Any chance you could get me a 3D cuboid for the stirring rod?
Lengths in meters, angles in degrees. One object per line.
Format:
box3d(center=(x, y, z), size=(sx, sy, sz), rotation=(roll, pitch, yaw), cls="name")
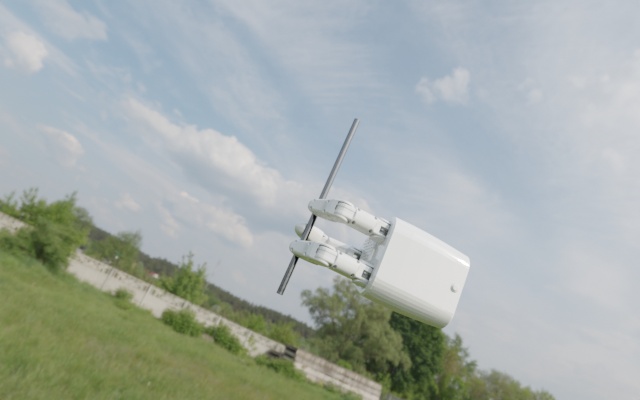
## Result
box3d(center=(0.000, 0.002, 0.581), size=(0.011, 0.239, 0.011), rotation=(22, -16, 7), cls="stirring rod")
